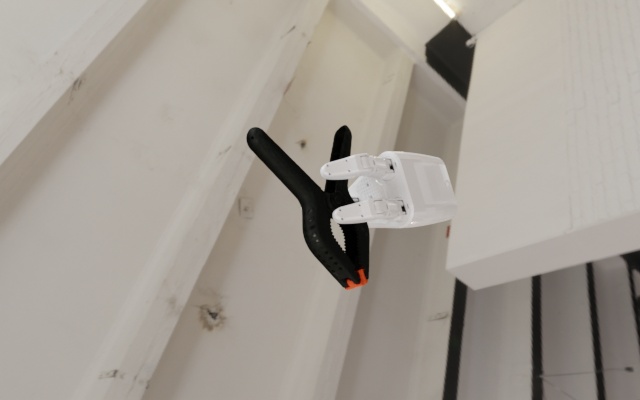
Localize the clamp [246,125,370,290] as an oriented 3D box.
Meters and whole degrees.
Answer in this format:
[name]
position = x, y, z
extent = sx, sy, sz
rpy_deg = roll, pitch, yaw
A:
[clamp]
position = 0.000, 0.003, 0.558
extent = 0.164, 0.210, 0.036
rpy_deg = -2, -19, -43
